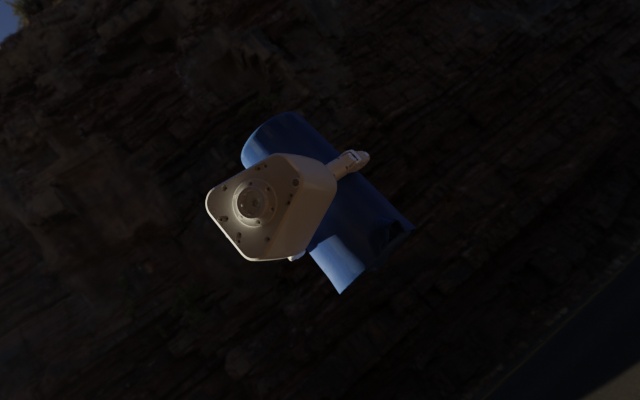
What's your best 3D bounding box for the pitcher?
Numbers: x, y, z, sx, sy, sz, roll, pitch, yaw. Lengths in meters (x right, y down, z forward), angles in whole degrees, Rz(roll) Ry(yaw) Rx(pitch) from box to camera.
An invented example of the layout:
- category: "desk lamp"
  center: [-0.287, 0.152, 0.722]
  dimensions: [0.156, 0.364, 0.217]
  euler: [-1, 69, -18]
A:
- category: "pitcher"
  center: [0.000, 0.002, 0.663]
  dimensions: [0.149, 0.243, 0.145]
  euler: [-45, -13, 15]
